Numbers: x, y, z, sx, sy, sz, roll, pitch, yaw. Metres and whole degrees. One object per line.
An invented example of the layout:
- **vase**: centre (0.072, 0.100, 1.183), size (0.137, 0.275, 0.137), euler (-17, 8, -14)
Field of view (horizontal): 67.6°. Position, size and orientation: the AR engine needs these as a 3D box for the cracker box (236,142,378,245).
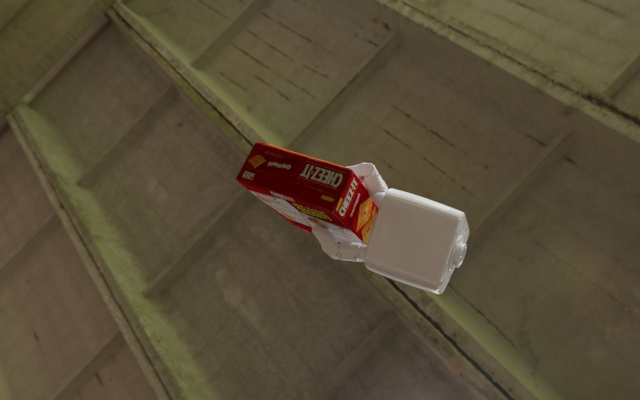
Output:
- **cracker box**: centre (0.000, 0.003, 0.723), size (0.164, 0.072, 0.214), euler (18, -14, 28)
